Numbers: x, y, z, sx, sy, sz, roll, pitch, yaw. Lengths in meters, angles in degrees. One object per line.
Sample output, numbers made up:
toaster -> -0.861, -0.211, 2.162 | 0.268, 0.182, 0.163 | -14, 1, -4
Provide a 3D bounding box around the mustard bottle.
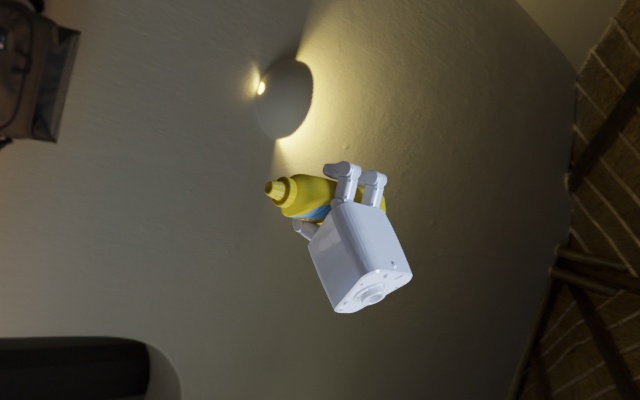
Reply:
mustard bottle -> 0.000, 0.002, 0.685 | 0.192, 0.058, 0.096 | 14, -23, -43
